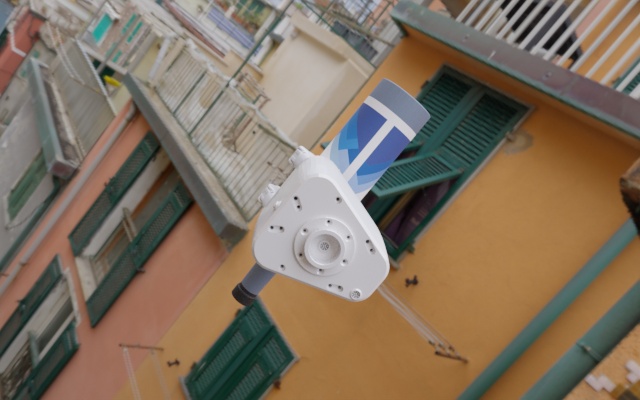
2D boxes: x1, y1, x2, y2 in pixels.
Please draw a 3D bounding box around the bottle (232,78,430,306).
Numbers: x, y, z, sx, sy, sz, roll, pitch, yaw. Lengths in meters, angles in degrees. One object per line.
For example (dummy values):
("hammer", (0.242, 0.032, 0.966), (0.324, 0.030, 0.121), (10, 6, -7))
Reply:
("bottle", (0.000, 0.002, 0.535), (0.069, 0.296, 0.069), (39, 8, -6))
